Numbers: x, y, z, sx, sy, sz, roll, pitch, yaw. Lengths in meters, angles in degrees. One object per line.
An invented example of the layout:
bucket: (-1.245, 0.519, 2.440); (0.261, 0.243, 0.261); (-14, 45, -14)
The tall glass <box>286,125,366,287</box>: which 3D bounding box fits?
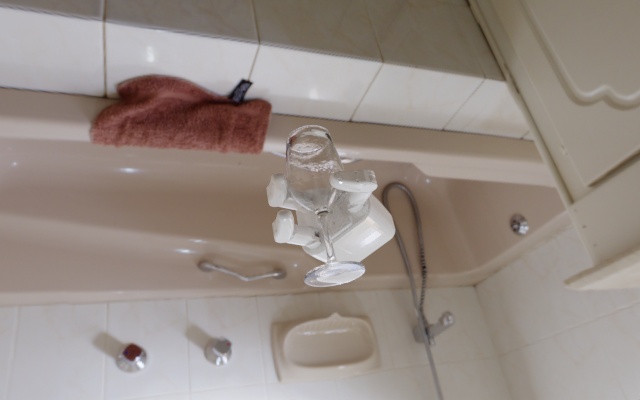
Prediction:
tall glass: (0.000, 0.003, 0.608); (0.079, 0.201, 0.079); (-9, -28, -5)
